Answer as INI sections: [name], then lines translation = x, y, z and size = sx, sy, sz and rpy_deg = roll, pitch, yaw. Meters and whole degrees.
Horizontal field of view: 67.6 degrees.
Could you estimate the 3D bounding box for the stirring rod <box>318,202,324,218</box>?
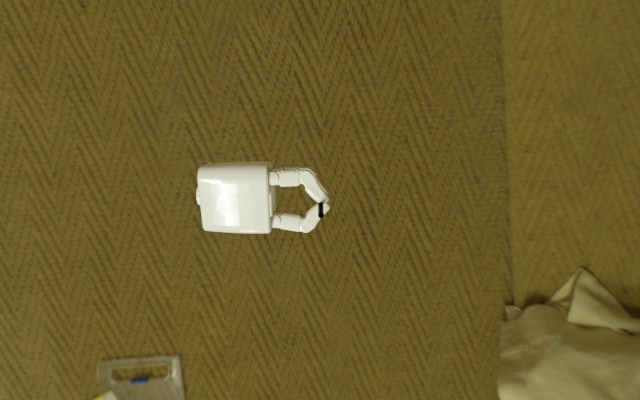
[stirring rod]
translation = 0.000, 0.003, 0.750
size = 0.011, 0.011, 0.239
rpy_deg = 0, 8, 0
